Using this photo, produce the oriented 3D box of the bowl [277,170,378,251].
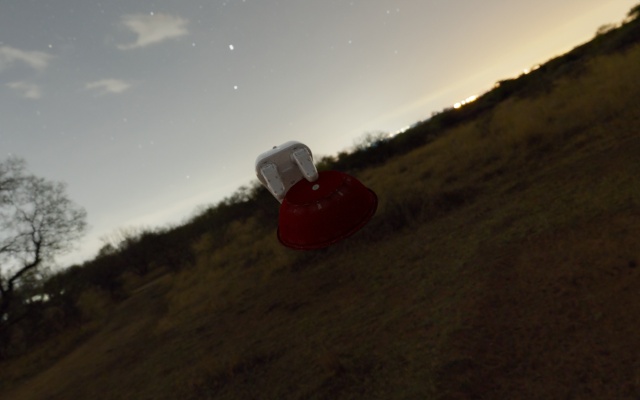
[{"bbox_3d":[0.001,0.002,0.701,0.162,0.055,0.162,-18,28,10],"label":"bowl"}]
